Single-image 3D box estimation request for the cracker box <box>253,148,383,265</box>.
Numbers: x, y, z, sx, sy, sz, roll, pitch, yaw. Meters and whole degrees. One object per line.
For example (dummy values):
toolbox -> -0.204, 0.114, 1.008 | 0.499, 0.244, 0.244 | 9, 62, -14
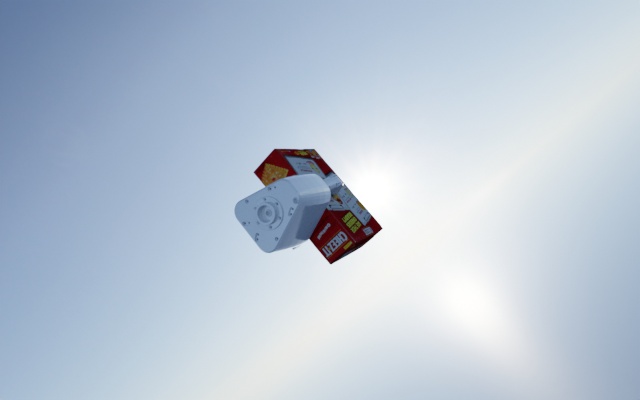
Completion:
cracker box -> 0.000, 0.003, 0.871 | 0.072, 0.213, 0.164 | -44, -12, 21
